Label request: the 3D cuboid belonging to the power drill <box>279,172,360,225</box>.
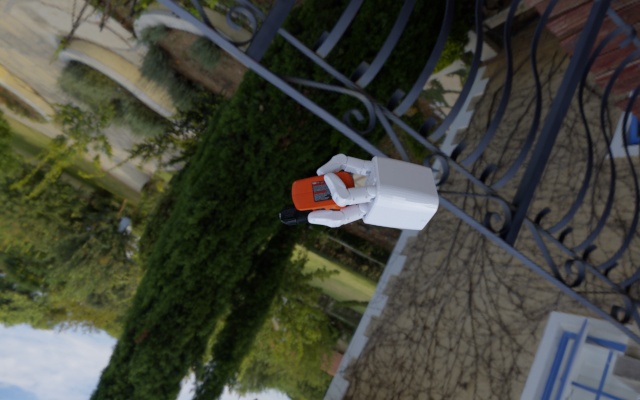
[{"bbox_3d":[0.000,0.003,0.881,0.184,0.057,0.188,-12,-11,5],"label":"power drill"}]
